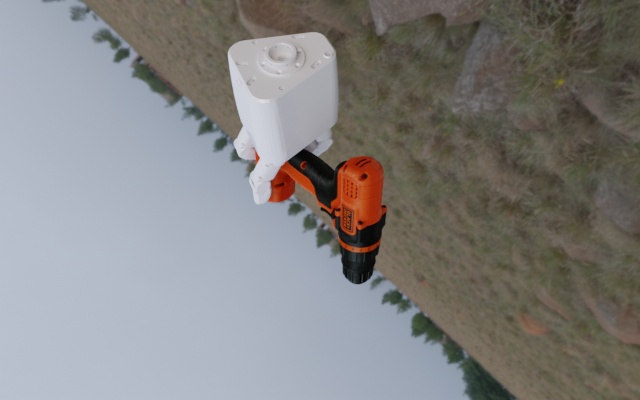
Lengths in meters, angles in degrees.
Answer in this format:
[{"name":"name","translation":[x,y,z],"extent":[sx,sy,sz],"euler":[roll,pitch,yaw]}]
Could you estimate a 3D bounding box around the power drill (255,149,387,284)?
[{"name":"power drill","translation":[0.000,0.002,0.607],"extent":[0.187,0.185,0.057],"euler":[30,45,33]}]
